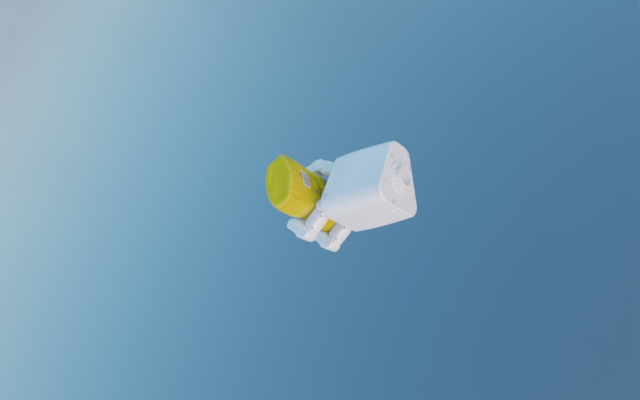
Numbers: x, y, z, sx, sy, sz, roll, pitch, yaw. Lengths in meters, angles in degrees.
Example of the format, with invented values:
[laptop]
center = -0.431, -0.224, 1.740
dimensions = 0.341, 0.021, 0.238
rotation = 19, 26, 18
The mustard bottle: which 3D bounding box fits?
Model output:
[mustard bottle]
center = 0.000, 0.003, 0.776
dimensions = 0.058, 0.096, 0.192
rotation = -39, -44, 25
